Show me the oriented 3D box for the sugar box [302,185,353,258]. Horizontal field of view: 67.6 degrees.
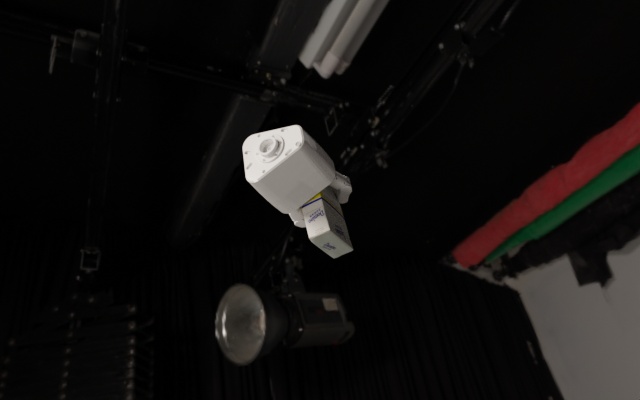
[{"bbox_3d":[0.000,0.003,0.818,0.048,0.176,0.093,-24,-35,17],"label":"sugar box"}]
